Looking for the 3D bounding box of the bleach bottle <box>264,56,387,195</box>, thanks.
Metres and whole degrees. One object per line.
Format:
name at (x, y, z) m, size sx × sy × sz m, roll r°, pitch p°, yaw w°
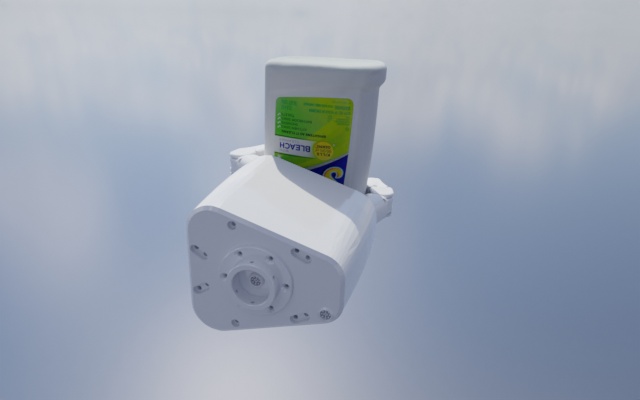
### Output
bleach bottle at (0.000, 0.001, 0.438) m, size 0.102 × 0.251 × 0.068 m, roll 7°, pitch 22°, yaw 13°
